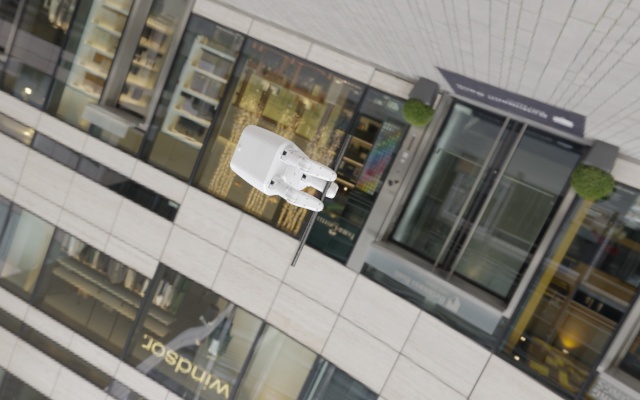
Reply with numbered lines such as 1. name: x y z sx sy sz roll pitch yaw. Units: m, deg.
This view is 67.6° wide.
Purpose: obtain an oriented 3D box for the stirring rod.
1. stirring rod: 0.000 0.002 0.794 0.011 0.239 0.011 23 9 -4
